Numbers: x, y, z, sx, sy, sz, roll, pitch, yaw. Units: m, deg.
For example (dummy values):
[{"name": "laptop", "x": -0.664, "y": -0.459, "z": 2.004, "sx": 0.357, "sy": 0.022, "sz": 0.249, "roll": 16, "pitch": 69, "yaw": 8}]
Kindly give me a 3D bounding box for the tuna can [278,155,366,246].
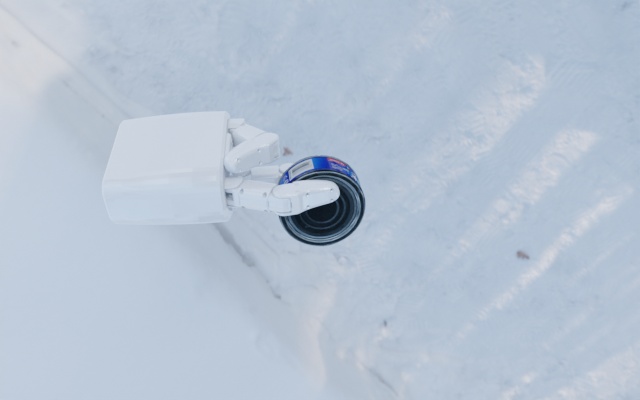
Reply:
[{"name": "tuna can", "x": 0.000, "y": 0.002, "z": 0.465, "sx": 0.086, "sy": 0.086, "sz": 0.033, "roll": 0, "pitch": 29, "yaw": -8}]
